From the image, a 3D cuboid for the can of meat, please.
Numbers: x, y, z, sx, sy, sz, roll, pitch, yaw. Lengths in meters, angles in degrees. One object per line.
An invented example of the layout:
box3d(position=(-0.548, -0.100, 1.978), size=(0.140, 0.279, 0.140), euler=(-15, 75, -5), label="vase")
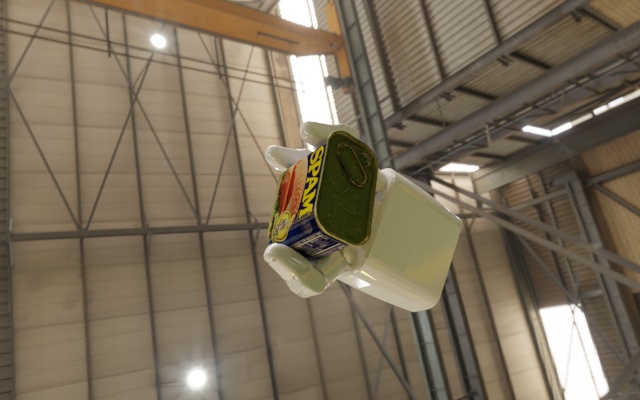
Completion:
box3d(position=(0.000, 0.002, 0.428), size=(0.057, 0.102, 0.084), euler=(27, -34, -27), label="can of meat")
